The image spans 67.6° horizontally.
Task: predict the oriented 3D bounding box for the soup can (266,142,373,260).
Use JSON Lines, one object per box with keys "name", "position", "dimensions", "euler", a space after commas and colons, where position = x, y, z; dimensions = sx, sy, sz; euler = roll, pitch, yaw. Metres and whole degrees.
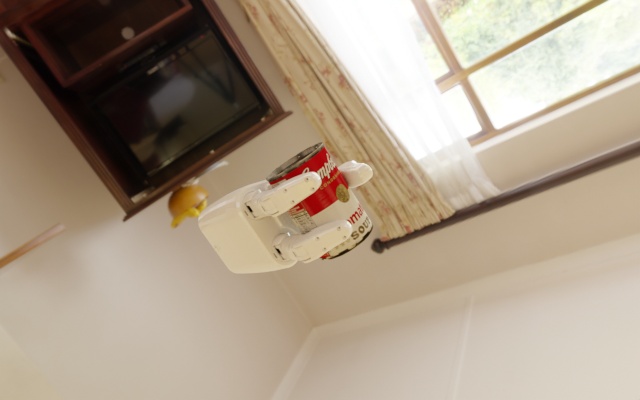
{"name": "soup can", "position": [0.001, 0.002, 0.488], "dimensions": [0.068, 0.102, 0.068], "euler": [-31, 12, 7]}
